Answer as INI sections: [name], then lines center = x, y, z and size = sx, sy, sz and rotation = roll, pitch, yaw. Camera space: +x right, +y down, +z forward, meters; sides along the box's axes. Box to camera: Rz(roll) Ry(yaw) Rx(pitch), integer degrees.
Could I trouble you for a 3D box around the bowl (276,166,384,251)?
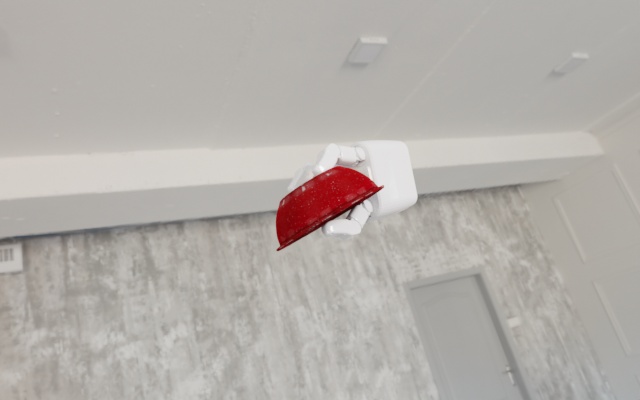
[bowl]
center = -0.001, 0.002, 0.616
size = 0.162, 0.055, 0.162
rotation = -31, -4, -2
